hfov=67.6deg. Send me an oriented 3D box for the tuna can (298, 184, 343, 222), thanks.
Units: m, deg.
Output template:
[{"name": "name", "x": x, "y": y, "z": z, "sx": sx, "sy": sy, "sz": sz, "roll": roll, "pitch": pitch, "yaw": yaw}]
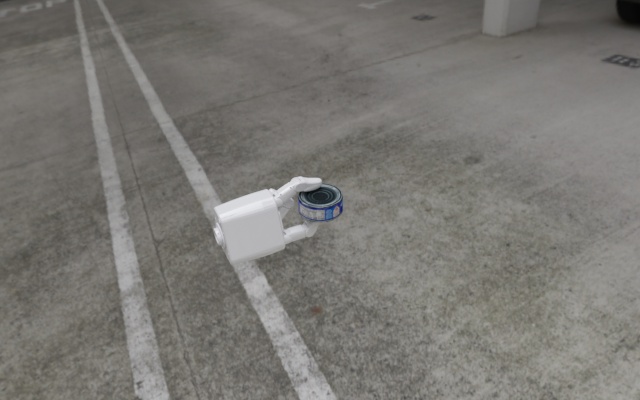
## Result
[{"name": "tuna can", "x": 0.000, "y": 0.002, "z": 0.898, "sx": 0.086, "sy": 0.034, "sz": 0.086, "roll": -1, "pitch": 34, "yaw": 0}]
